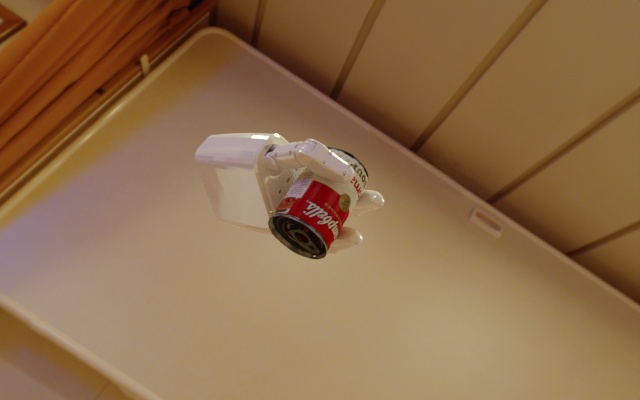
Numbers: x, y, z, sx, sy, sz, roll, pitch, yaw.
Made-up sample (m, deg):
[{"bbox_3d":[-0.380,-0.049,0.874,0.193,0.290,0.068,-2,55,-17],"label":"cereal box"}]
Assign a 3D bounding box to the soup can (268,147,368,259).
[{"bbox_3d":[0.001,0.001,0.504,0.068,0.102,0.069,24,-32,16],"label":"soup can"}]
